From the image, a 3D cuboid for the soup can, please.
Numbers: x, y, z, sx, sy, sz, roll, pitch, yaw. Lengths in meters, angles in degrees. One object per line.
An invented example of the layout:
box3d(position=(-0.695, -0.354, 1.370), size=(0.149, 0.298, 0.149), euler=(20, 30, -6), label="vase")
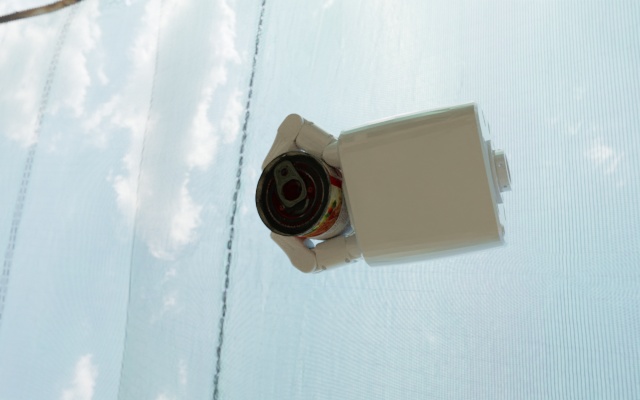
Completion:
box3d(position=(0.000, 0.002, 0.414), size=(0.068, 0.068, 0.102), euler=(0, -8, 27), label="soup can")
